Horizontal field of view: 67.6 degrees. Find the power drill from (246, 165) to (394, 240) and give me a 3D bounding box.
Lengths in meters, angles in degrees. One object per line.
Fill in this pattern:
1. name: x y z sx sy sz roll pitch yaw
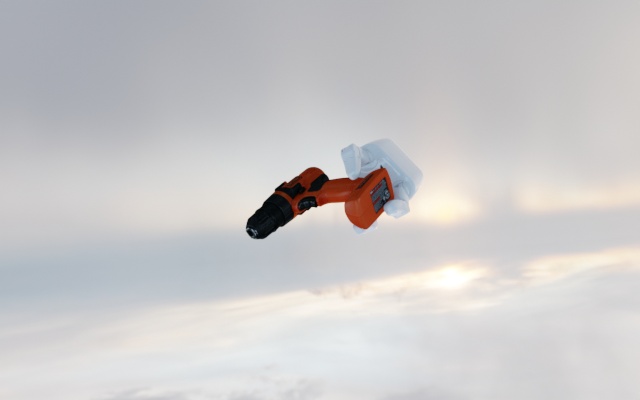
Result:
1. power drill: 0.001 0.002 0.715 0.187 0.057 0.184 2 33 38
